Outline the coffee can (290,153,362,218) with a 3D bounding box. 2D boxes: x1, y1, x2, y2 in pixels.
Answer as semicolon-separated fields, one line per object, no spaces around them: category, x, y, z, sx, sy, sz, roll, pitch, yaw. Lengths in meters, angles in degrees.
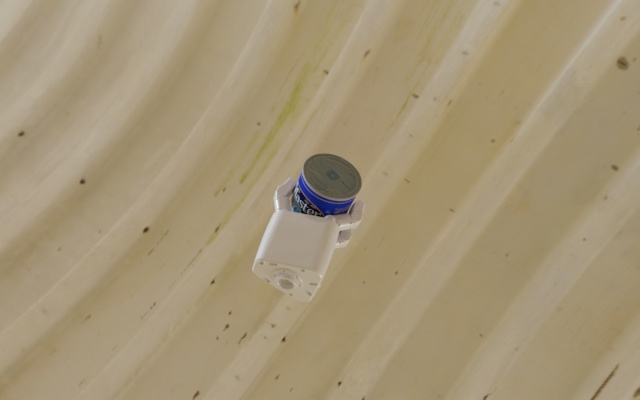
coffee can;0.000;0.002;0.835;0.103;0.102;0.140;0;-40;-23
